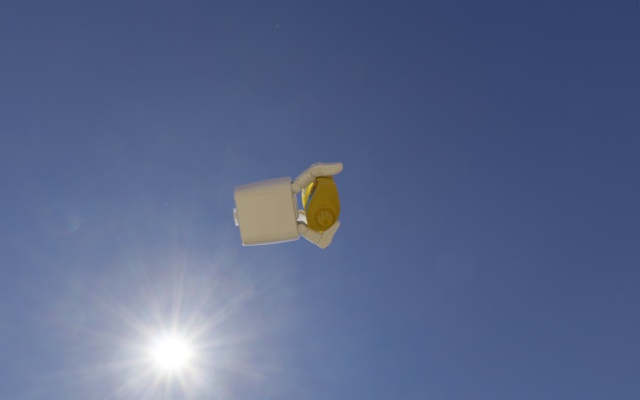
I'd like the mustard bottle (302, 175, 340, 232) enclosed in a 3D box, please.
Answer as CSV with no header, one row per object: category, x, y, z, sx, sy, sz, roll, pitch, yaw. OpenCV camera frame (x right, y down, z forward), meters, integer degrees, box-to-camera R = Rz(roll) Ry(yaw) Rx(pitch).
mustard bottle,0.000,0.003,0.879,0.058,0.096,0.191,14,18,-10
